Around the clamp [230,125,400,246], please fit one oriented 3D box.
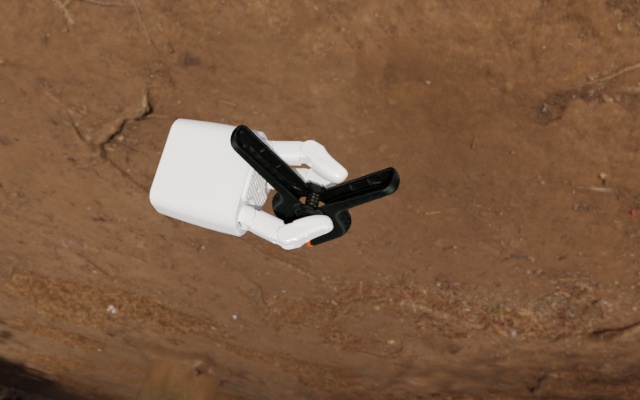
[{"bbox_3d":[0.000,0.003,0.521,0.164,0.036,0.210,14,-26,13],"label":"clamp"}]
